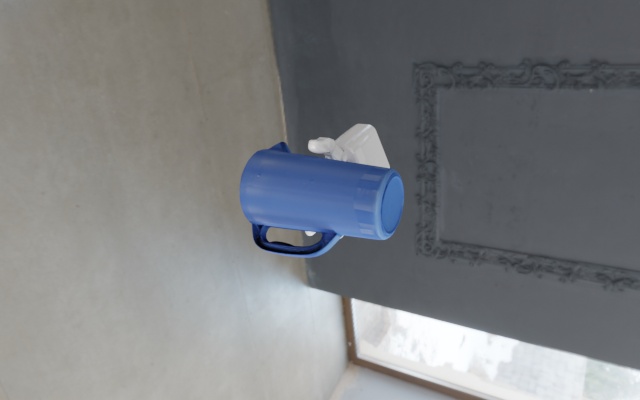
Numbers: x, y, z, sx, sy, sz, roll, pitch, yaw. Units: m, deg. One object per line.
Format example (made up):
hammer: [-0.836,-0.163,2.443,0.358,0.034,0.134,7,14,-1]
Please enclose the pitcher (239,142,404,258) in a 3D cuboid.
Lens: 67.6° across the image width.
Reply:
pitcher: [0.000,0.002,0.761,0.243,0.149,0.145,8,32,29]
